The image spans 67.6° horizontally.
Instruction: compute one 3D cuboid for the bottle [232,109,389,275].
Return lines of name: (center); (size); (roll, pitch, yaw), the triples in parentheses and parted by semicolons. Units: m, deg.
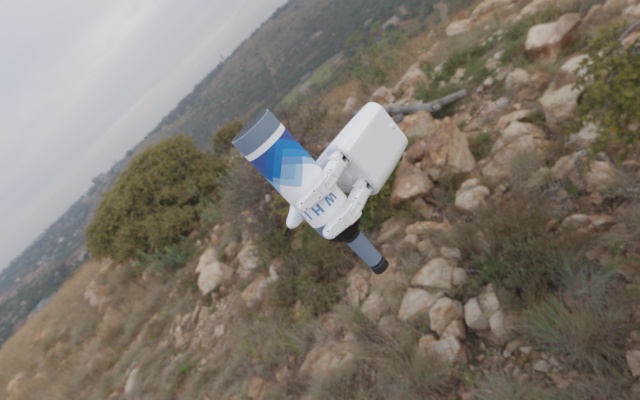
bottle: (0.000, 0.002, 0.685); (0.296, 0.069, 0.069); (47, -20, -20)
